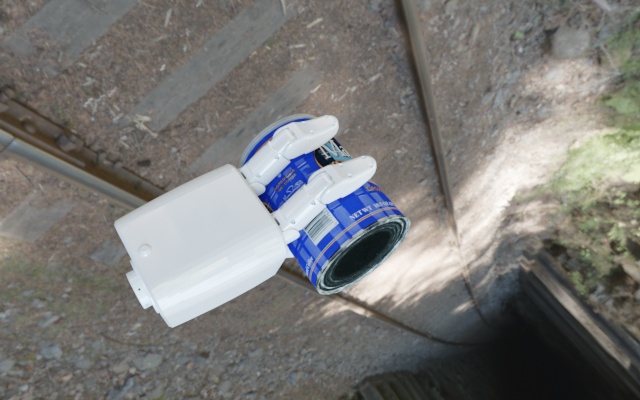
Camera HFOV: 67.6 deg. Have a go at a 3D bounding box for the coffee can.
[{"bbox_3d":[0.000,0.001,0.451,0.103,0.103,0.140,0,44,-52],"label":"coffee can"}]
